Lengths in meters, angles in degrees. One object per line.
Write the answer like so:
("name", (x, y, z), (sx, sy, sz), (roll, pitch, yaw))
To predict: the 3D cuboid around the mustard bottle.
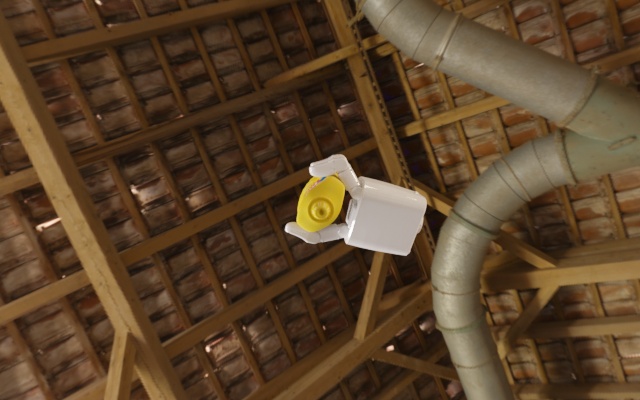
("mustard bottle", (0.000, 0.002, 0.768), (0.058, 0.096, 0.191), (38, 7, -7))
